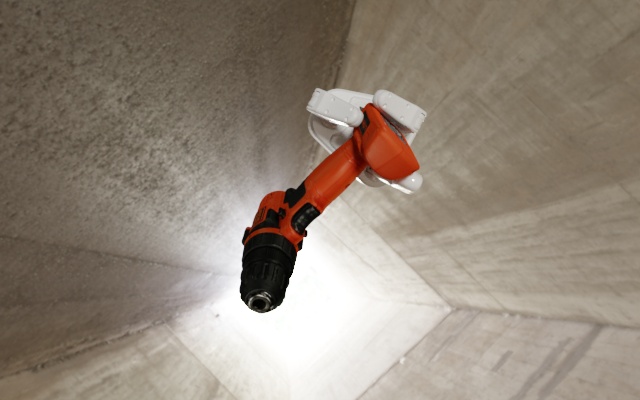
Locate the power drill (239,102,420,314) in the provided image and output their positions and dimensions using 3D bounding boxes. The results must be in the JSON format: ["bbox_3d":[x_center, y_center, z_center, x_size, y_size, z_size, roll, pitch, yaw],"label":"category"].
[{"bbox_3d":[0.000,0.001,0.445,0.188,0.057,0.184,-40,21,17],"label":"power drill"}]
